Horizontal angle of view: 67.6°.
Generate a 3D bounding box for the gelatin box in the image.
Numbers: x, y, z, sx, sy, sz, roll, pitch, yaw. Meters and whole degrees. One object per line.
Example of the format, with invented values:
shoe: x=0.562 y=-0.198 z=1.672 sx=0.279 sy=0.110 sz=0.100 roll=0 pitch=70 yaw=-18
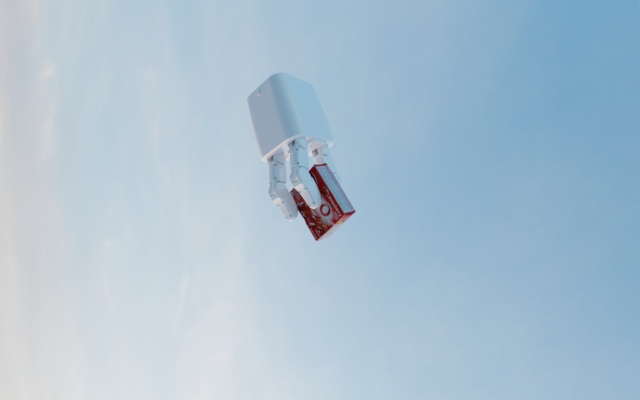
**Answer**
gelatin box: x=0.001 y=0.002 z=0.693 sx=0.030 sy=0.089 sz=0.073 roll=-12 pitch=-25 yaw=-47
